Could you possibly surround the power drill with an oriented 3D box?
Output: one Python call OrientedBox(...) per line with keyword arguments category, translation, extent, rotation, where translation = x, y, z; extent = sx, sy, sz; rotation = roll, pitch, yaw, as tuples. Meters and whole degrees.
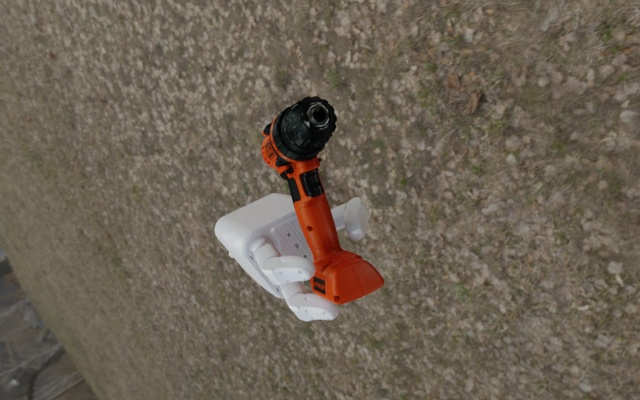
OrientedBox(category="power drill", translation=(0.000, 0.002, 0.464), extent=(0.057, 0.187, 0.184), rotation=(-19, 2, -13))
